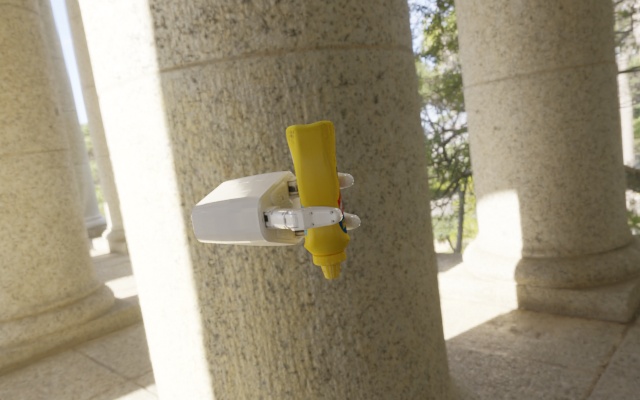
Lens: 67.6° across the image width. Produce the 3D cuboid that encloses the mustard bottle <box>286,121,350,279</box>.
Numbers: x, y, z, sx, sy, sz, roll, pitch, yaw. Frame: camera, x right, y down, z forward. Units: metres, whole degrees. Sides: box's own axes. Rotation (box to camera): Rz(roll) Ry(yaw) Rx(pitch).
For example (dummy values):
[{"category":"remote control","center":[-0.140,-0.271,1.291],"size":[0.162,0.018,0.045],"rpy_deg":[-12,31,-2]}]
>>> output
[{"category":"mustard bottle","center":[0.000,0.002,0.584],"size":[0.058,0.191,0.096],"rpy_deg":[-8,7,0]}]
